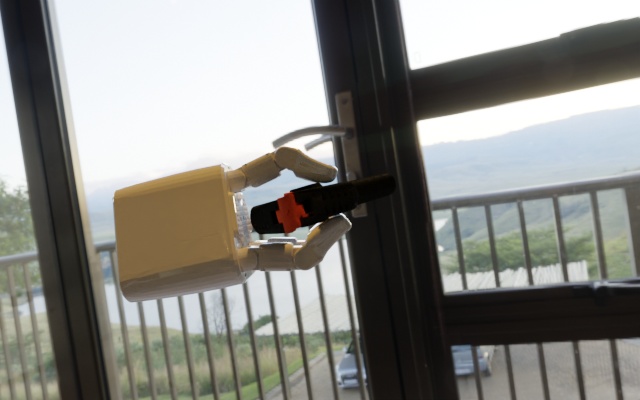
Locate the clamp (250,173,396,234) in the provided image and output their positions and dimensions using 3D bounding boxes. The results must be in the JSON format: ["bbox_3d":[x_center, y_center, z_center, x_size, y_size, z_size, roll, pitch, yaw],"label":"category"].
[{"bbox_3d":[0.000,0.001,0.441,0.164,0.036,0.210,-16,0,1],"label":"clamp"}]
